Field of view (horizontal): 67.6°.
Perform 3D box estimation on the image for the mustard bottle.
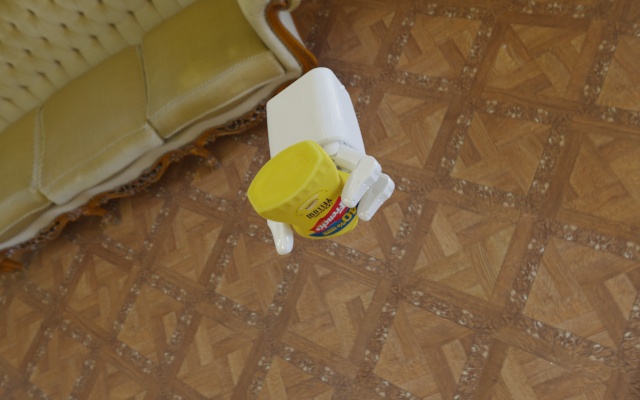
[{"bbox_3d":[0.000,0.002,0.577,0.096,0.058,0.192,-41,-30,8],"label":"mustard bottle"}]
